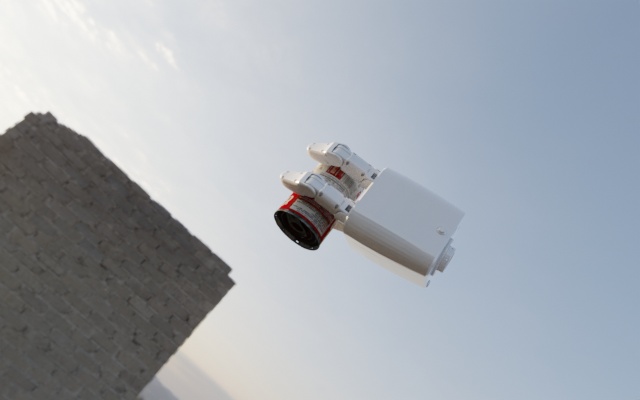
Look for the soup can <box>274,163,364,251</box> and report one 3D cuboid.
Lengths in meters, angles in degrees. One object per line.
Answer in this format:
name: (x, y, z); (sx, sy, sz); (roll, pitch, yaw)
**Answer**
soup can: (0.000, 0.002, 0.590); (0.068, 0.068, 0.102); (0, 43, 52)
